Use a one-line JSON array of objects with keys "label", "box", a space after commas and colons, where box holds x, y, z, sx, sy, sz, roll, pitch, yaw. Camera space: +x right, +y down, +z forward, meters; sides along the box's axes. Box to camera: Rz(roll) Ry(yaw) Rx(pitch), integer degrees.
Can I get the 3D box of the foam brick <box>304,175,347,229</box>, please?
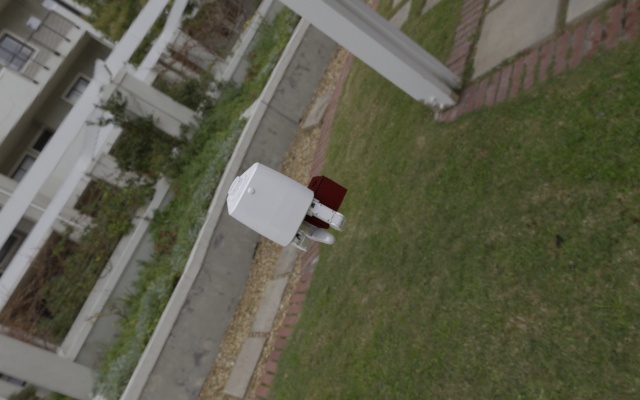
[{"label": "foam brick", "box": [0.000, 0.002, 0.809, 0.051, 0.078, 0.053, 30, -10, -18]}]
